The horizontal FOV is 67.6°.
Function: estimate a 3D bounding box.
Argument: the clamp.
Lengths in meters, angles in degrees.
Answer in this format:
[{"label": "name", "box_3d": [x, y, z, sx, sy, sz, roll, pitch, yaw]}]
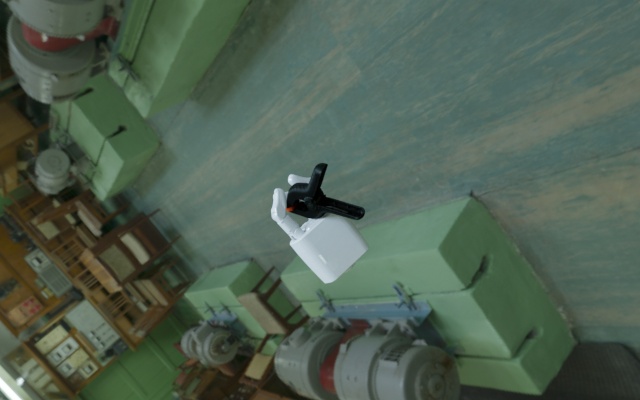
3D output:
[{"label": "clamp", "box_3d": [0.000, 0.003, 0.848, 0.039, 0.120, 0.171, -46, 10, -31]}]
